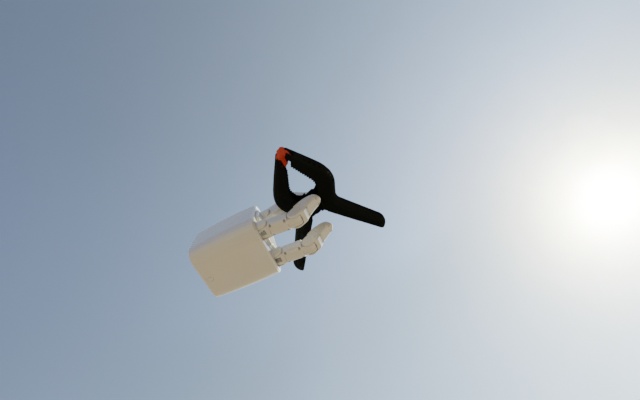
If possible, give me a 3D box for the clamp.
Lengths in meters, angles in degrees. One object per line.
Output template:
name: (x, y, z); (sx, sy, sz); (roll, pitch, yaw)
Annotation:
clamp: (0.000, 0.002, 0.728); (0.164, 0.210, 0.036); (-24, 32, 2)
